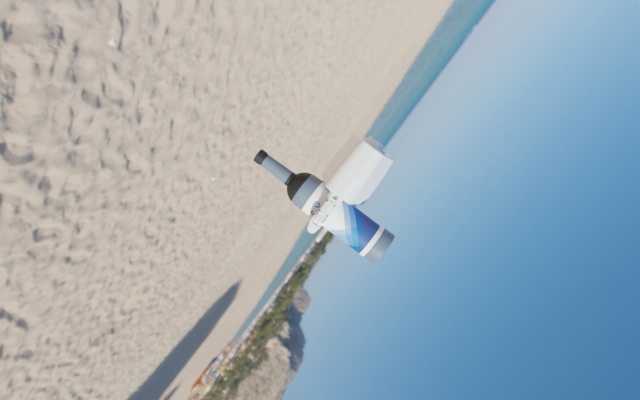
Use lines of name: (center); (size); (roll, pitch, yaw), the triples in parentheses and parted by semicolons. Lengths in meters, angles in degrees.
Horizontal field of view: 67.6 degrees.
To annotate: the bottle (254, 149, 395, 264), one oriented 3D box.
bottle: (0.000, 0.003, 0.888); (0.295, 0.069, 0.069); (37, 2, 2)
